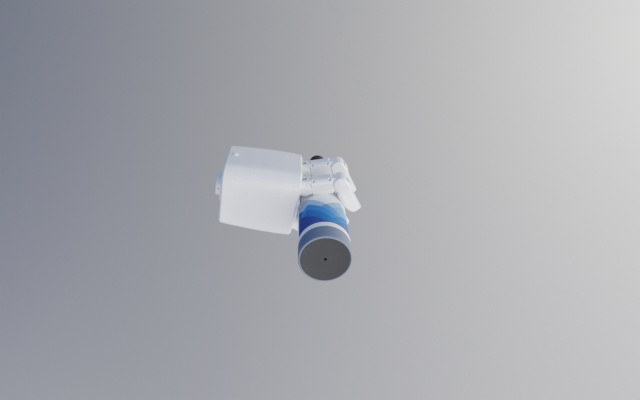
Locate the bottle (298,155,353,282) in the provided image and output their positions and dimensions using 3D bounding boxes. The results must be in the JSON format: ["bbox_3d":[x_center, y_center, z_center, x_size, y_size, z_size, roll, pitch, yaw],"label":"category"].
[{"bbox_3d":[0.000,0.002,0.702,0.069,0.069,0.295,0,28,-3],"label":"bottle"}]
